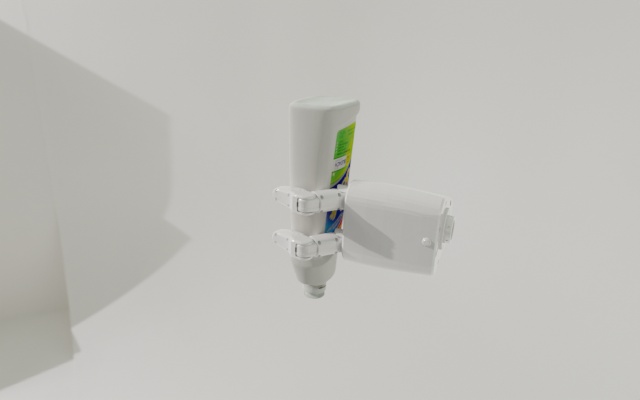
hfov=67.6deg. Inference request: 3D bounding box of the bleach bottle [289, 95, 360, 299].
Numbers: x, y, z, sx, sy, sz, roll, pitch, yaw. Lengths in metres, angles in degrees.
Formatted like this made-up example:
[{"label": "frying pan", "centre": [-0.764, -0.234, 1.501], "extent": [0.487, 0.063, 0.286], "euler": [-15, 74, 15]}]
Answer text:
[{"label": "bleach bottle", "centre": [0.000, 0.002, 0.596], "extent": [0.068, 0.251, 0.102], "euler": [10, 21, 21]}]
